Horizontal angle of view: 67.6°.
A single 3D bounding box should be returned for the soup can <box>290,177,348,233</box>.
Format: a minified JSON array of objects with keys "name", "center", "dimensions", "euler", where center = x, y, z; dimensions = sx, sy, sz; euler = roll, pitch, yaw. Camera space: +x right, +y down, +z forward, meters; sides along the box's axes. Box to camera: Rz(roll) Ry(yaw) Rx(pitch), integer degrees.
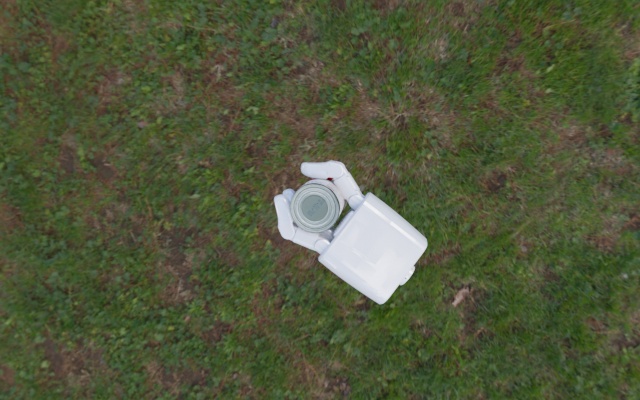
[{"name":"soup can","center":[0.000,0.002,0.664],"dimensions":[0.068,0.068,0.102],"euler":[0,10,9]}]
